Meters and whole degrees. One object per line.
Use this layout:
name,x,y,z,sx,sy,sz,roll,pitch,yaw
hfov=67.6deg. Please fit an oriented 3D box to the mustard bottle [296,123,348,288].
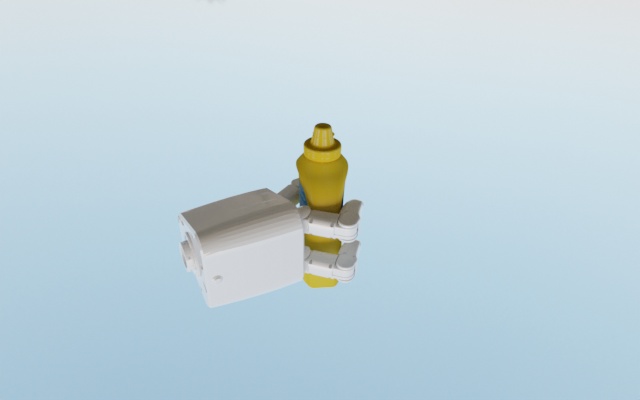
mustard bottle,0.000,0.002,0.551,0.058,0.192,0.096,-1,33,-3
